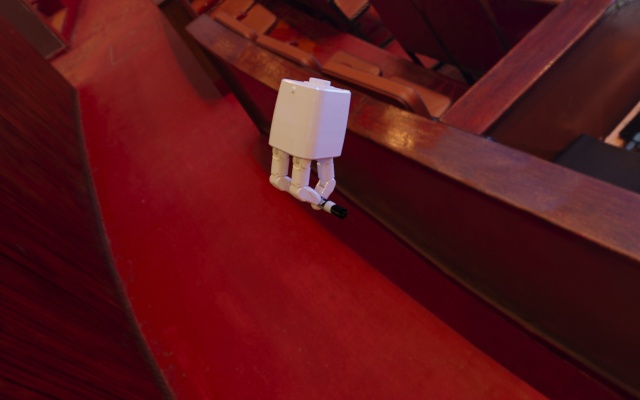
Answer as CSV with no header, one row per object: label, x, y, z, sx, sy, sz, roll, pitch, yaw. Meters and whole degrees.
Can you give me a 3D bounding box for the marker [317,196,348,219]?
marker,0.000,0.003,0.785,0.020,0.020,0.121,0,19,-44
